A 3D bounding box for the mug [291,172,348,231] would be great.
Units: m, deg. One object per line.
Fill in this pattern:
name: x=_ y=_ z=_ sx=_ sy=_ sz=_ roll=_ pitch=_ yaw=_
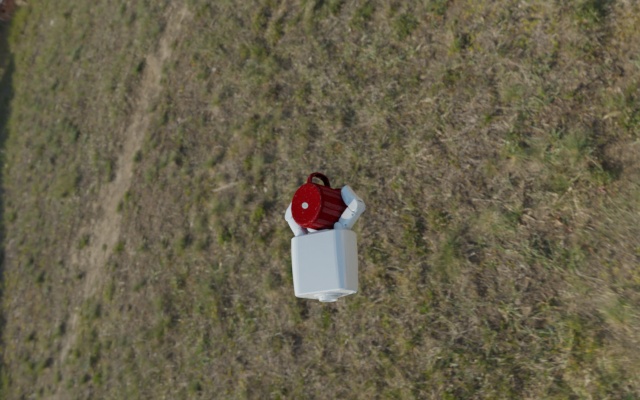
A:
mug: x=0.000 y=0.001 z=0.872 sx=0.093 sy=0.117 sz=0.081 roll=-21 pitch=-26 yaw=40
